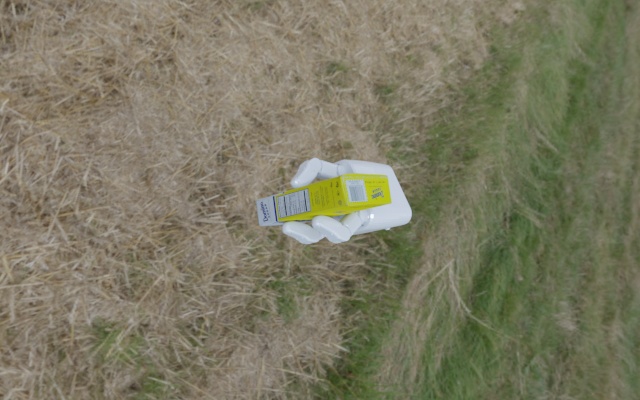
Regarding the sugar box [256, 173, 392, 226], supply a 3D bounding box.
[{"bbox_3d":[0.000,0.003,0.664,0.093,0.048,0.176,-1,-12,-45],"label":"sugar box"}]
